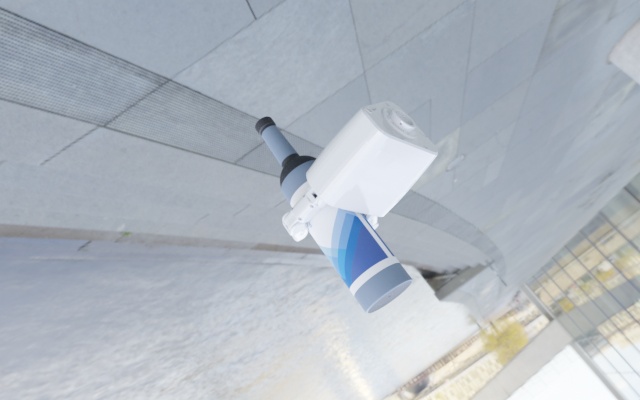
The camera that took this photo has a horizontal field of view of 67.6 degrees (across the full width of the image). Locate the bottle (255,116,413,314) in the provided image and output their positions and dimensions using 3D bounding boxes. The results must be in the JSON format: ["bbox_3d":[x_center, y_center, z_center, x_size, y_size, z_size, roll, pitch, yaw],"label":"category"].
[{"bbox_3d":[0.000,0.002,0.606,0.069,0.295,0.069,-30,-24,-15],"label":"bottle"}]
